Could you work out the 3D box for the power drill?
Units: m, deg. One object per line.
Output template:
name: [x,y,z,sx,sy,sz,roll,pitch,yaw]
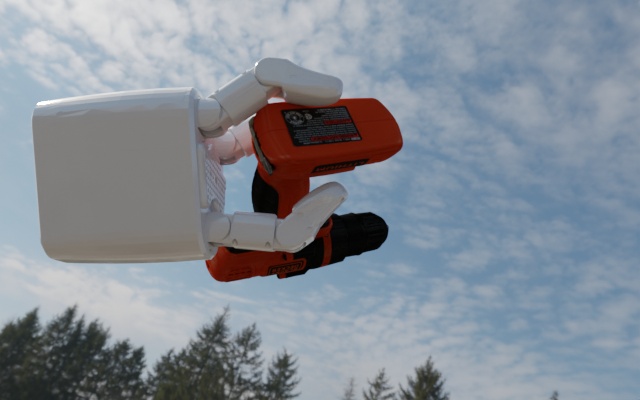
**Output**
power drill: [0.000,0.001,0.404,0.184,0.057,0.188,-10,-35,-24]
